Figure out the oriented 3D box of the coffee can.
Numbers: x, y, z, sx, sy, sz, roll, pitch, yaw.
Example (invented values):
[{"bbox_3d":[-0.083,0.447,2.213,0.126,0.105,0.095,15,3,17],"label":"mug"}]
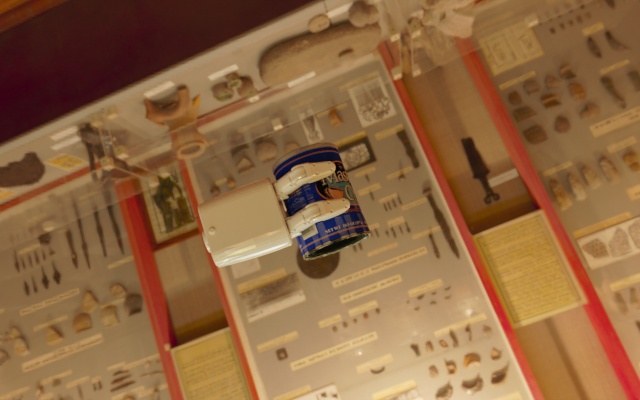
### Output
[{"bbox_3d":[0.000,0.002,0.689,0.103,0.140,0.103,-19,-14,-5],"label":"coffee can"}]
